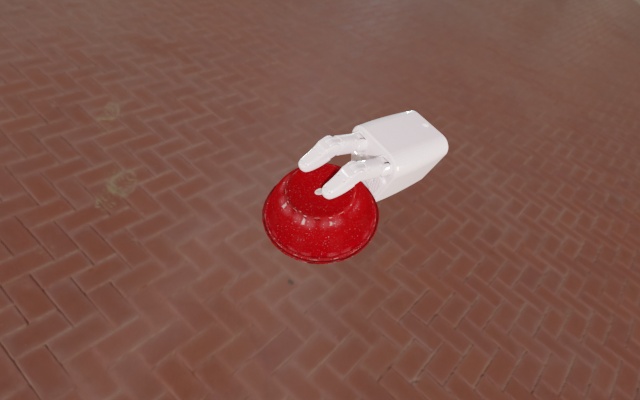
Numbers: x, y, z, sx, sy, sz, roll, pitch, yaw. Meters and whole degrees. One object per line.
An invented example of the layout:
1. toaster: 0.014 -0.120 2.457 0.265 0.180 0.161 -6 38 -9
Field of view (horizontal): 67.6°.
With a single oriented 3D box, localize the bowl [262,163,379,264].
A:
1. bowl: -0.001 0.003 0.638 0.162 0.162 0.055 0 -37 0
